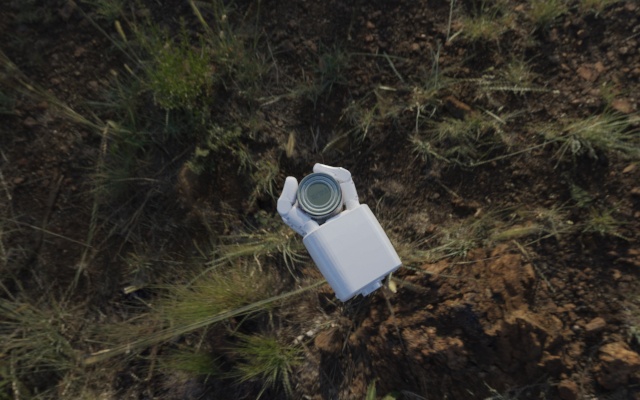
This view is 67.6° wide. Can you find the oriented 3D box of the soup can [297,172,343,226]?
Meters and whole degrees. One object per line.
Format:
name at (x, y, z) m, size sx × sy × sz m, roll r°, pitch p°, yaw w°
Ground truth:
soup can at (0.000, 0.002, 0.735) m, size 0.068 × 0.068 × 0.102 m, roll 0°, pitch -14°, yaw 3°
